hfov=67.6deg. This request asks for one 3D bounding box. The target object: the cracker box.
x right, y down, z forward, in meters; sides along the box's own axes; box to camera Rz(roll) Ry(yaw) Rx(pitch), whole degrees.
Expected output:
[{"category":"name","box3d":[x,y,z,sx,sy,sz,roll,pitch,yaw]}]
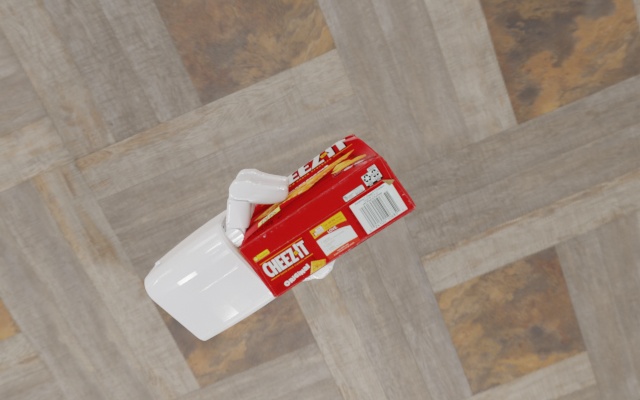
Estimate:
[{"category":"cracker box","box3d":[0.000,0.002,0.548,0.164,0.072,0.213,-34,13,5]}]
